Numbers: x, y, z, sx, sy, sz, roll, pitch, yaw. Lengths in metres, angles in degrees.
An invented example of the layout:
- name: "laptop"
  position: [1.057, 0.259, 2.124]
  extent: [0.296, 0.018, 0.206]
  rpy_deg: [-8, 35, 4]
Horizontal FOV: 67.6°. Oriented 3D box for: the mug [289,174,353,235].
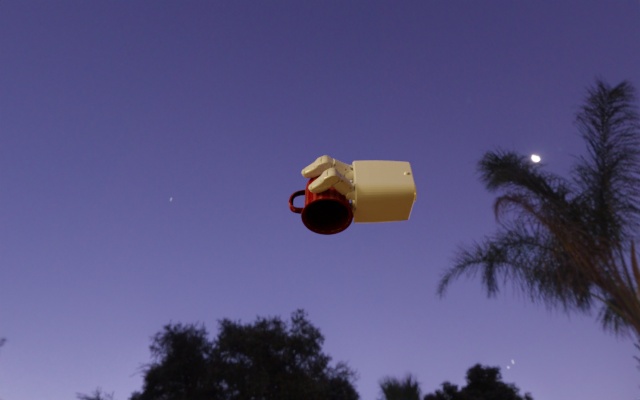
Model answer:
- name: "mug"
  position: [-0.001, 0.003, 0.879]
  extent: [0.117, 0.093, 0.081]
  rpy_deg: [-1, 43, 1]
